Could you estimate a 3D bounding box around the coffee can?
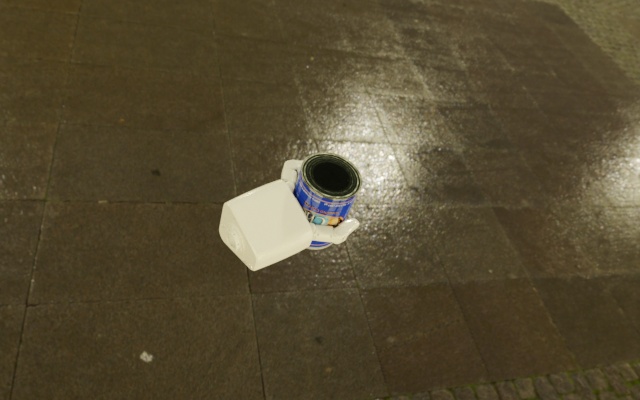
[{"bbox_3d":[0.000,0.003,0.811,0.103,0.102,0.140,0,-39,-20],"label":"coffee can"}]
